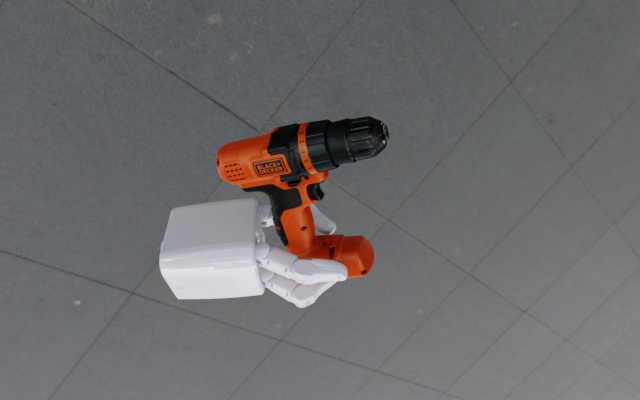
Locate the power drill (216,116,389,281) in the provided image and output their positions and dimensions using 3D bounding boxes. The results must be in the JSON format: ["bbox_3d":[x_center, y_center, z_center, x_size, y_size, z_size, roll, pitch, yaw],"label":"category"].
[{"bbox_3d":[0.000,0.002,0.521,0.184,0.188,0.057,-7,33,22],"label":"power drill"}]
